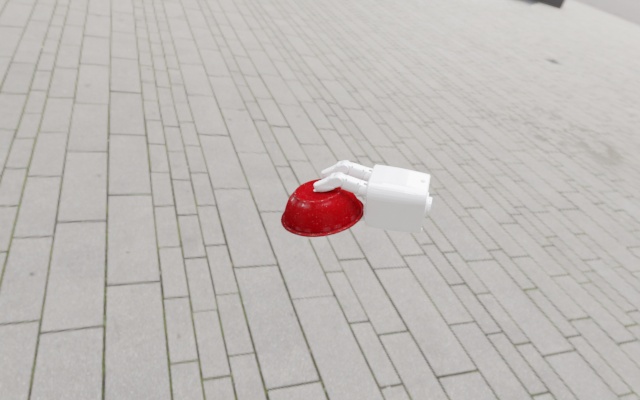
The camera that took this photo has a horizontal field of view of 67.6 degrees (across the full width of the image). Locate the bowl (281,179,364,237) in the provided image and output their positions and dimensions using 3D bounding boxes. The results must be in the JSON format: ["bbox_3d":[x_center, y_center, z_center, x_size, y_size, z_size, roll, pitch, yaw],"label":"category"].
[{"bbox_3d":[-0.001,0.003,0.900,0.162,0.055,0.162,-8,28,4],"label":"bowl"}]
